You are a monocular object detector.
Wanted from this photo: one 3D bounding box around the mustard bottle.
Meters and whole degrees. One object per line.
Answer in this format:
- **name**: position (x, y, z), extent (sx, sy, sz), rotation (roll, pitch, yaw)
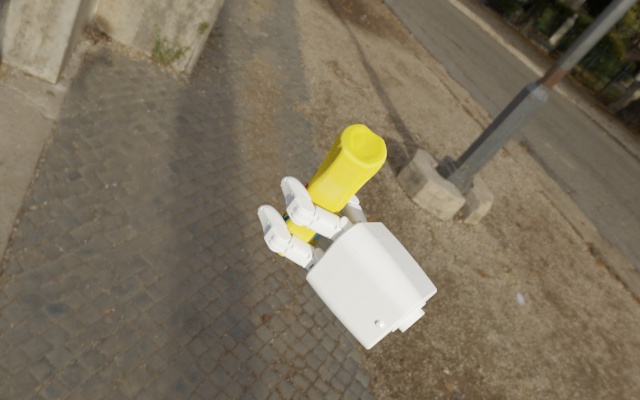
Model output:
- **mustard bottle**: position (0.000, 0.001, 0.568), extent (0.058, 0.192, 0.096), rotation (36, 32, -3)
